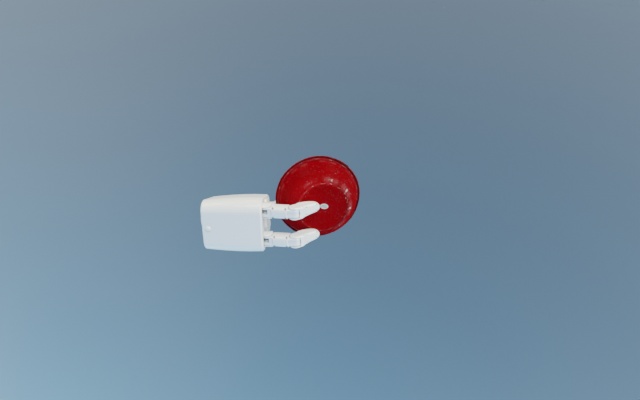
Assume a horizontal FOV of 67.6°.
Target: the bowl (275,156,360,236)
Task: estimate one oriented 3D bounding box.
[{"bbox_3d":[0.001,0.003,0.874,0.162,0.162,0.055,0,22,-12],"label":"bowl"}]
